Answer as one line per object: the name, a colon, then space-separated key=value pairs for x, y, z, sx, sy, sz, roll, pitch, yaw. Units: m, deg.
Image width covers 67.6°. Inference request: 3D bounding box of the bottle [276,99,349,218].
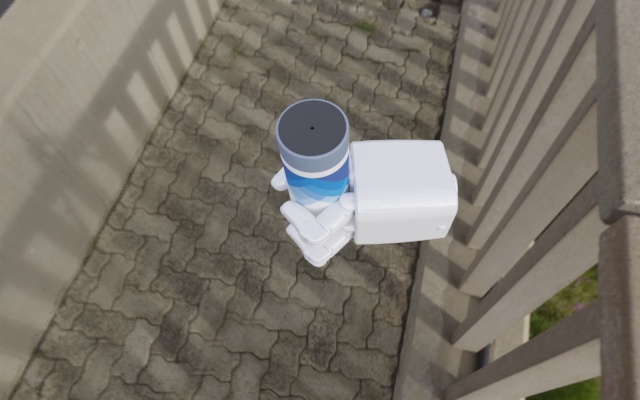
bottle: x=0.000 y=0.002 z=0.559 sx=0.069 sy=0.069 sz=0.296 roll=0 pitch=-27 yaw=3
